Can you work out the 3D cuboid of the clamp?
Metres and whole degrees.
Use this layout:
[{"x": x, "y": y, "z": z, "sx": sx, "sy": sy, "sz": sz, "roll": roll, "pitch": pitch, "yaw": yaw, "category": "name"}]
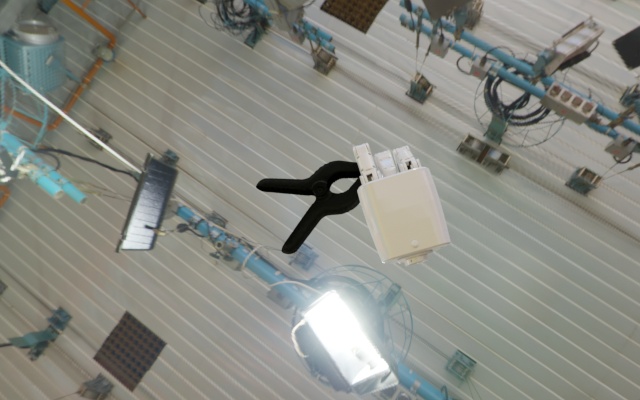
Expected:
[{"x": 0.000, "y": 0.002, "z": 0.675, "sx": 0.171, "sy": 0.120, "sz": 0.039, "roll": -18, "pitch": -16, "yaw": 6, "category": "clamp"}]
